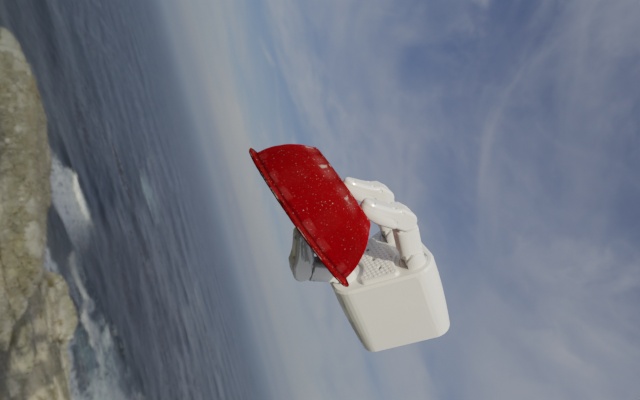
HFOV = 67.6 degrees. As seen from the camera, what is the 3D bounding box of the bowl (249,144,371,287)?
[{"bbox_3d":[0.000,0.000,0.459,0.055,0.162,0.162,-36,-1,1],"label":"bowl"}]
